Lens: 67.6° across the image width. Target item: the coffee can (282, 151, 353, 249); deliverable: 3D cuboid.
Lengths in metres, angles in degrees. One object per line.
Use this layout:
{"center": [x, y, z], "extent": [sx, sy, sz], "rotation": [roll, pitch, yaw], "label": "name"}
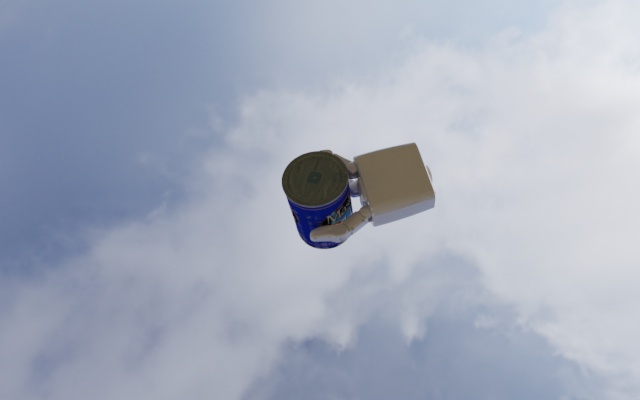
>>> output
{"center": [0.000, 0.003, 0.781], "extent": [0.103, 0.102, 0.140], "rotation": [0, -33, 9], "label": "coffee can"}
